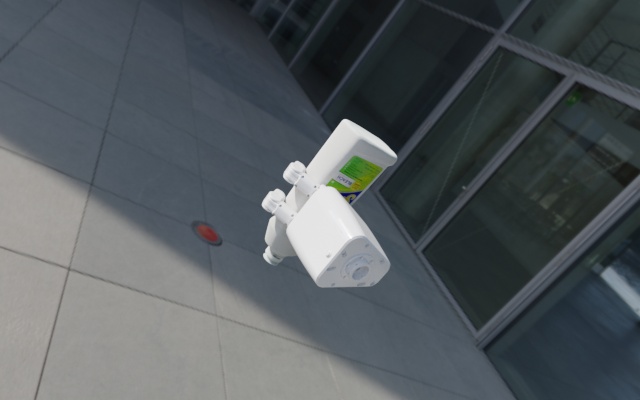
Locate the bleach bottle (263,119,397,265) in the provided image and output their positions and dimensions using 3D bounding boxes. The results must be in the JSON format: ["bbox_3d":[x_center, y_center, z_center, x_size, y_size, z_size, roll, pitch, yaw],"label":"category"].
[{"bbox_3d":[0.000,0.002,0.731,0.102,0.251,0.068,23,23,-40],"label":"bleach bottle"}]
